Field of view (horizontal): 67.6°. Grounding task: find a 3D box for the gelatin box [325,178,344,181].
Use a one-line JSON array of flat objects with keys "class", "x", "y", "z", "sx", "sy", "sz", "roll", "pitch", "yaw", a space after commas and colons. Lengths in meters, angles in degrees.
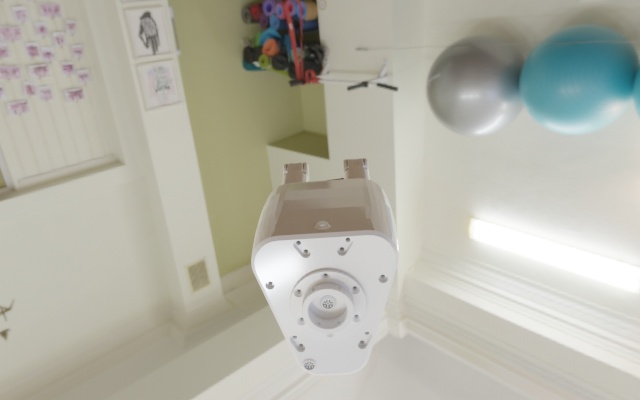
[{"class": "gelatin box", "x": 0.000, "y": 0.002, "z": 0.481, "sx": 0.073, "sy": 0.030, "sz": 0.089, "roll": -8, "pitch": 15, "yaw": -10}]
